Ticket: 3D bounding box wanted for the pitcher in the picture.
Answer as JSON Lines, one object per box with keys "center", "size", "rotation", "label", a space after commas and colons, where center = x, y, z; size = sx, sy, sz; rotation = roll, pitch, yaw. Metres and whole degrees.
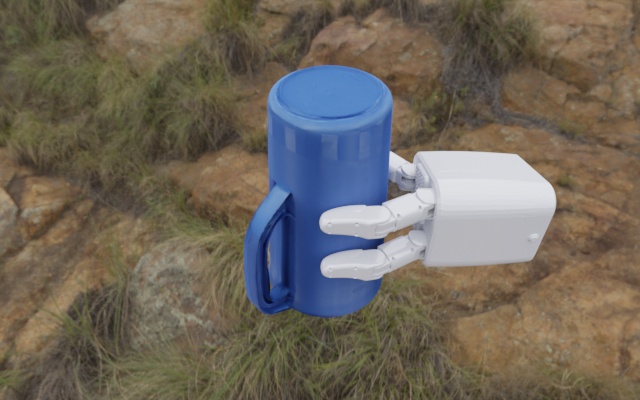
{"center": [0.000, 0.002, 0.477], "size": [0.145, 0.243, 0.149], "rotation": [1, 42, 1], "label": "pitcher"}
